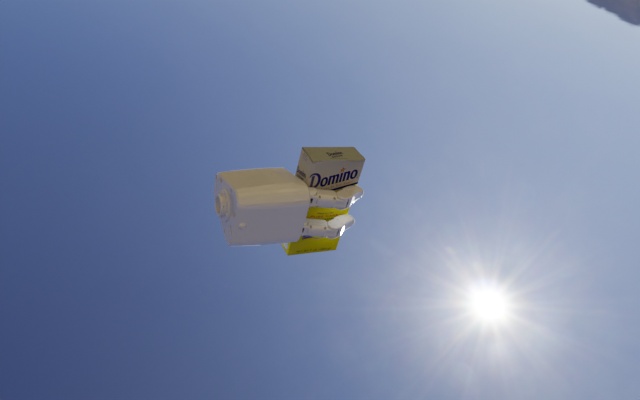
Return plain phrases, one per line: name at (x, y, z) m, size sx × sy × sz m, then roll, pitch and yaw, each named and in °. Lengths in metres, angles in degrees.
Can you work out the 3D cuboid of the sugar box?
sugar box at (0.000, 0.003, 0.740) m, size 0.093 × 0.176 × 0.048 m, roll -4°, pitch 39°, yaw -28°
